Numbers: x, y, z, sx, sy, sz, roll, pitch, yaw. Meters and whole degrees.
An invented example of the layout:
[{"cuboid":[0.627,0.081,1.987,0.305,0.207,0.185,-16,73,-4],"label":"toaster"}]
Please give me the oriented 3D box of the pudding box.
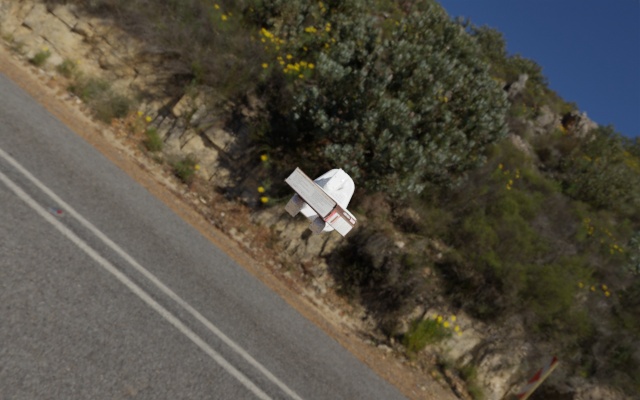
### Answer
[{"cuboid":[0.000,0.003,0.804,0.113,0.039,0.090,41,0,33],"label":"pudding box"}]
